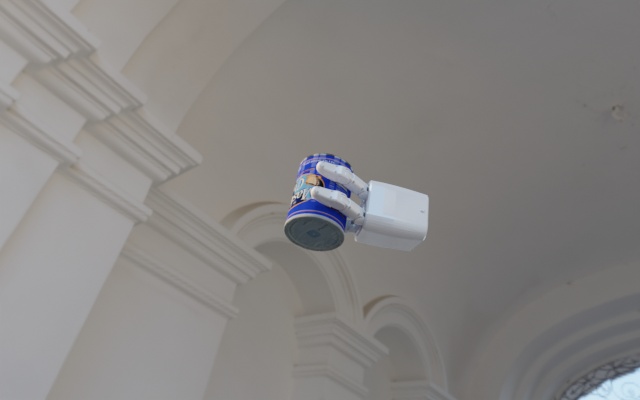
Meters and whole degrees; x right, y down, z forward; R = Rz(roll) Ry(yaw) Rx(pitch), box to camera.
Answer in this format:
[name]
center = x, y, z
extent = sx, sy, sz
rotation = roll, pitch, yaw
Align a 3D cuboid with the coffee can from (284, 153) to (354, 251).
[coffee can]
center = 0.000, 0.003, 0.836
extent = 0.103, 0.140, 0.103
rotation = 7, -37, 6
